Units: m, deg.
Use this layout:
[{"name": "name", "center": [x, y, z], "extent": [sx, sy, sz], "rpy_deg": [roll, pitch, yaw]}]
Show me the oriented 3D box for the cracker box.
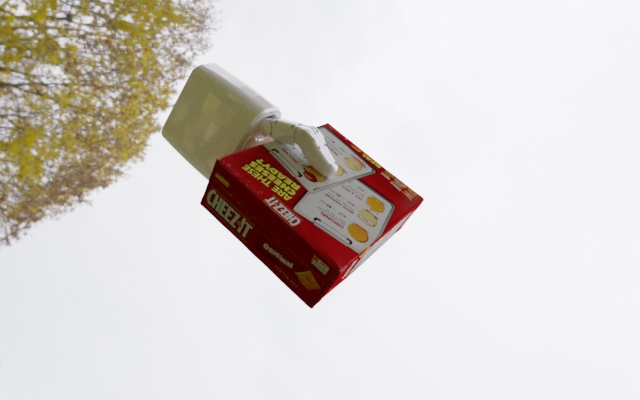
[{"name": "cracker box", "center": [0.000, 0.002, 0.540], "extent": [0.164, 0.072, 0.213], "rpy_deg": [41, 35, 14]}]
